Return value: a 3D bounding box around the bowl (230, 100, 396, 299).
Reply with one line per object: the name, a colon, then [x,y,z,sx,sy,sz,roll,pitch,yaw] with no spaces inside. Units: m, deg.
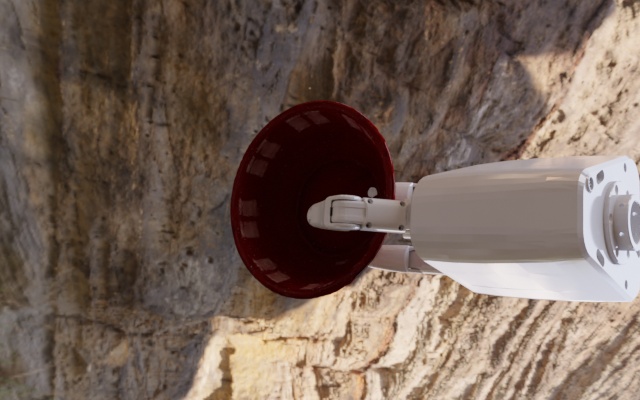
bowl: [-0.001,0.001,0.406,0.162,0.162,0.055,0,-9,34]
